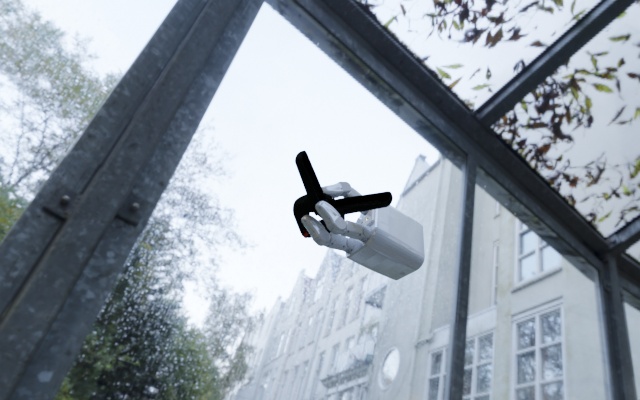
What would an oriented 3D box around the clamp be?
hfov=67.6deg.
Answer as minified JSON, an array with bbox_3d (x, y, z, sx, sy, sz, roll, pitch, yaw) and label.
[{"bbox_3d":[0.000,0.002,0.803,0.164,0.036,0.210,30,-36,-12],"label":"clamp"}]
